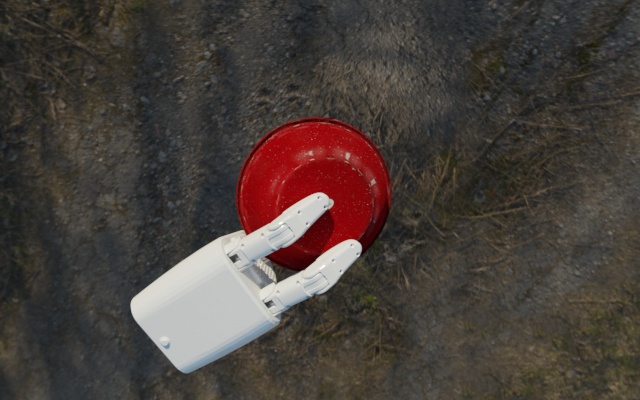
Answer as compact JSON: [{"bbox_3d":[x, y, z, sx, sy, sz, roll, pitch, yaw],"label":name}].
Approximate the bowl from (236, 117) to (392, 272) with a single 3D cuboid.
[{"bbox_3d":[0.001,0.001,0.463,0.162,0.162,0.055,0,11,-10],"label":"bowl"}]
